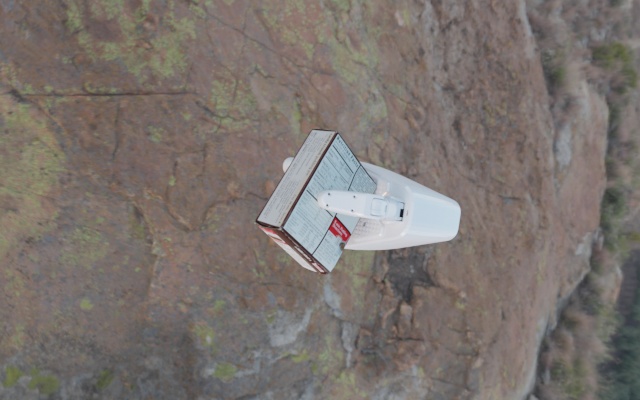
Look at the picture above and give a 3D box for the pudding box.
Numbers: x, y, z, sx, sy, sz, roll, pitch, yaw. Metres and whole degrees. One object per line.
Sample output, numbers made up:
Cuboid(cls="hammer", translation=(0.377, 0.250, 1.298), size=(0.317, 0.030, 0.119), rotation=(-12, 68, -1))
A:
Cuboid(cls="pudding box", translation=(0.000, 0.002, 0.460), size=(0.039, 0.113, 0.090), rotation=(8, -29, 42))
